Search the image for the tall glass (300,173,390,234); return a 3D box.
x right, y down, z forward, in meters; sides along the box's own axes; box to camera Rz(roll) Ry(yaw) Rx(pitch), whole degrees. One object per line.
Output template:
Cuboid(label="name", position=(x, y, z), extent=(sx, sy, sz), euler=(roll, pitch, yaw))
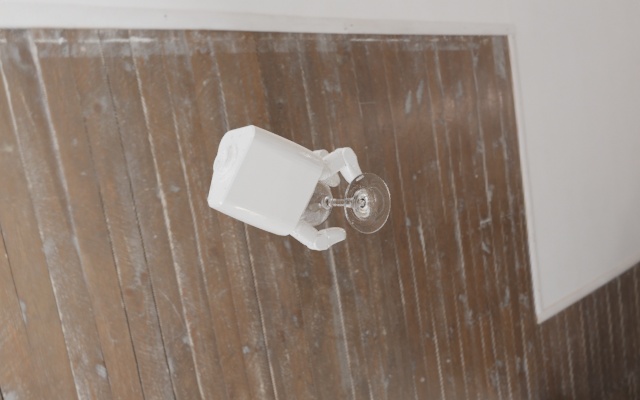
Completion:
Cuboid(label="tall glass", position=(0.001, 0.002, 0.662), extent=(0.079, 0.079, 0.201), euler=(0, 0, -36))
